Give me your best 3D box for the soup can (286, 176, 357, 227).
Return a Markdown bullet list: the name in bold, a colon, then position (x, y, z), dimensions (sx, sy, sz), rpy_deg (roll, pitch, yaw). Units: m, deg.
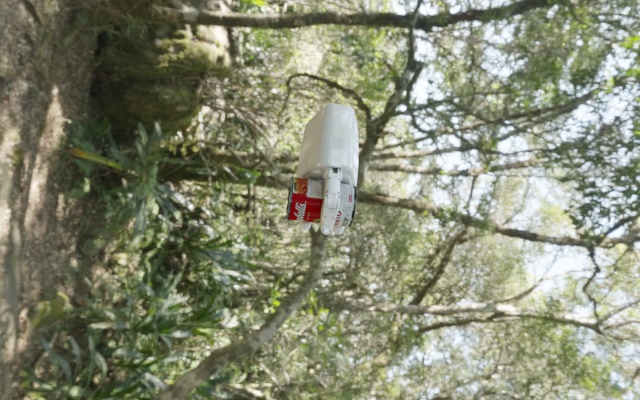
- **soup can**: position (0.000, 0.003, 0.747), dimensions (0.102, 0.068, 0.068), rpy_deg (7, -1, -6)
